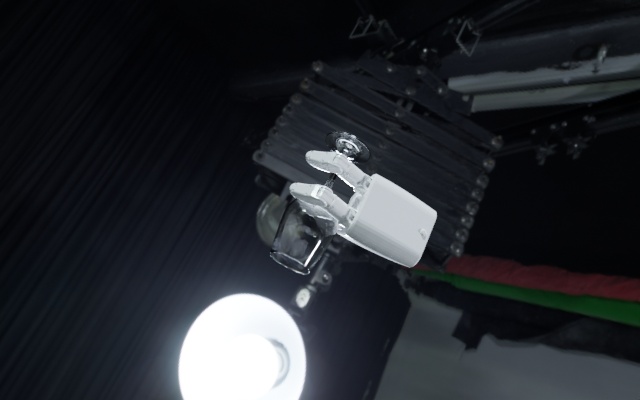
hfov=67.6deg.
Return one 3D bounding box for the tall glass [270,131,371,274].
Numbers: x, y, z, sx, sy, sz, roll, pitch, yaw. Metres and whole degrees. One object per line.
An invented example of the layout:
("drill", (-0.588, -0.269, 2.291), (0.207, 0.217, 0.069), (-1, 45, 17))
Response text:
("tall glass", (0.000, 0.002, 0.682), (0.079, 0.201, 0.079), (23, -22, 10))
